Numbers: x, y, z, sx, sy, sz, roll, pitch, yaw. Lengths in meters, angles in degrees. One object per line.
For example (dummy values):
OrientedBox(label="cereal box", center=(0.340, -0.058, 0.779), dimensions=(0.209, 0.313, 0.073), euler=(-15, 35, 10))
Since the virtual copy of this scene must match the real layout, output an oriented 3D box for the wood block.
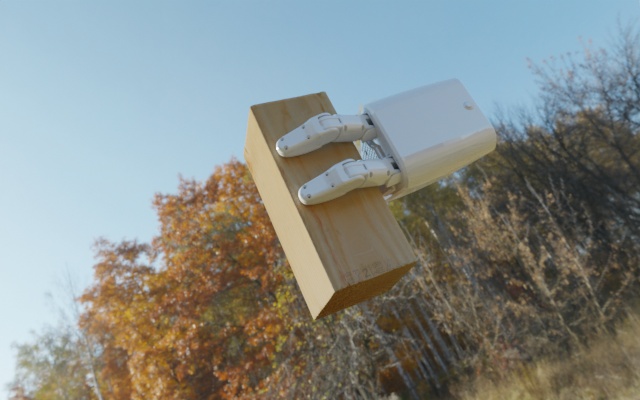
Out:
OrientedBox(label="wood block", center=(0.000, 0.002, 0.490), dimensions=(0.090, 0.206, 0.091), euler=(-16, -25, -21))
